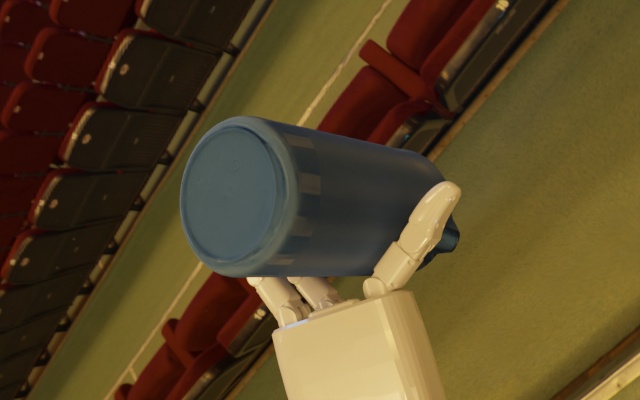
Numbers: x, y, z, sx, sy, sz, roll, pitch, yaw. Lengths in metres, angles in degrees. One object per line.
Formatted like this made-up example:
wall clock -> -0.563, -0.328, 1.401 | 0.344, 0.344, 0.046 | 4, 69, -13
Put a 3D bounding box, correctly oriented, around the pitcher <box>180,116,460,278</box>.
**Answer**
pitcher -> 0.000, 0.002, 0.412 | 0.149, 0.145, 0.243 | -27, -19, 31
